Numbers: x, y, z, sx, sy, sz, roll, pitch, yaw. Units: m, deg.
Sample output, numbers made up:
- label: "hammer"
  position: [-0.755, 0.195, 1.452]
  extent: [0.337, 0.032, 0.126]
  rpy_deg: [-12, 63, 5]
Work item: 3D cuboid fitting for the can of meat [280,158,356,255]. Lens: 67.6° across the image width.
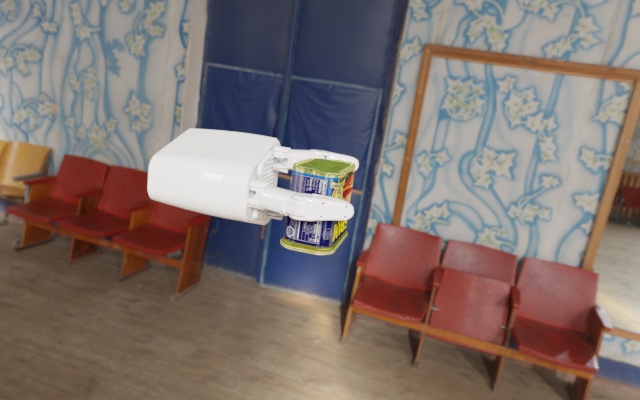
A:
- label: "can of meat"
  position: [0.000, 0.001, 0.509]
  extent: [0.057, 0.084, 0.102]
  rpy_deg: [11, 13, 13]
